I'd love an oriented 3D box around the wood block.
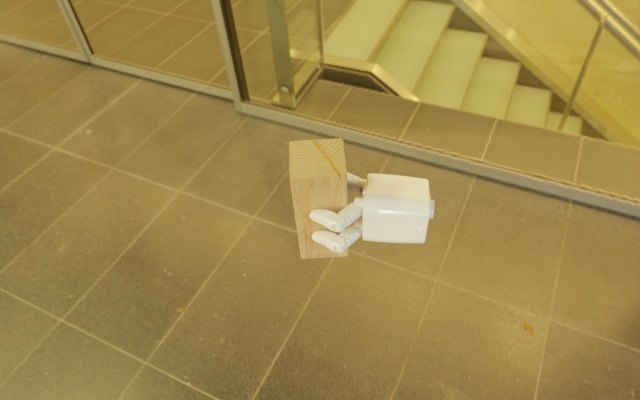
[{"bbox_3d":[0.001,0.002,0.823,0.090,0.090,0.206,-4,-43,1],"label":"wood block"}]
